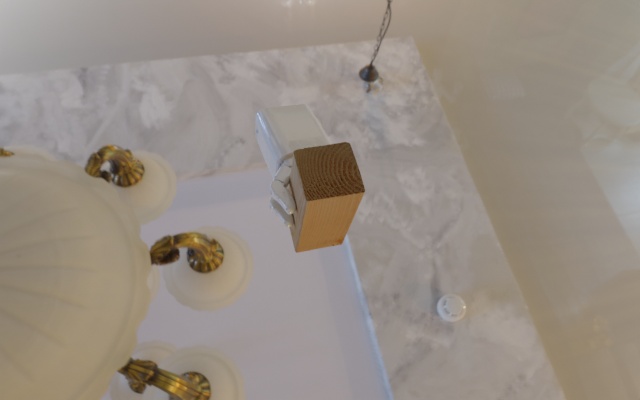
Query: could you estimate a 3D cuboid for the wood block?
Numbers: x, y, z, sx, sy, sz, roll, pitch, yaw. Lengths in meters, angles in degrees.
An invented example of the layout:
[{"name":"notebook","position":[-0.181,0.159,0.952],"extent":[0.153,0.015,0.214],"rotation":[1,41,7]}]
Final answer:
[{"name":"wood block","position":[0.000,0.002,0.784],"extent":[0.091,0.090,0.206],"rotation":[-10,-25,-12]}]
